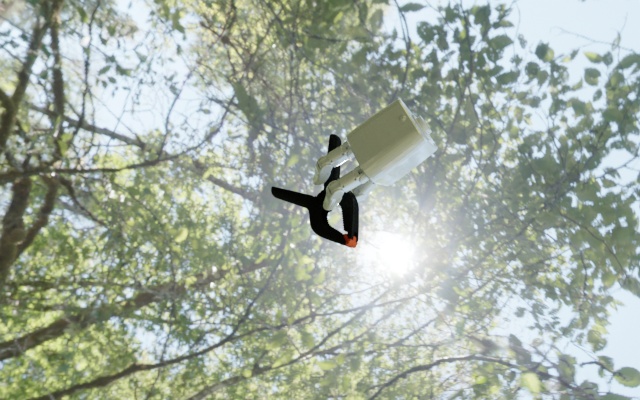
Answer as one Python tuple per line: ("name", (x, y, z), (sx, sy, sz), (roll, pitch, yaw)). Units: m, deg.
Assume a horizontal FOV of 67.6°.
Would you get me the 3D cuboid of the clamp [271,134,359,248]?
("clamp", (0.001, 0.003, 0.836), (0.164, 0.209, 0.036), (-35, -34, 19))
